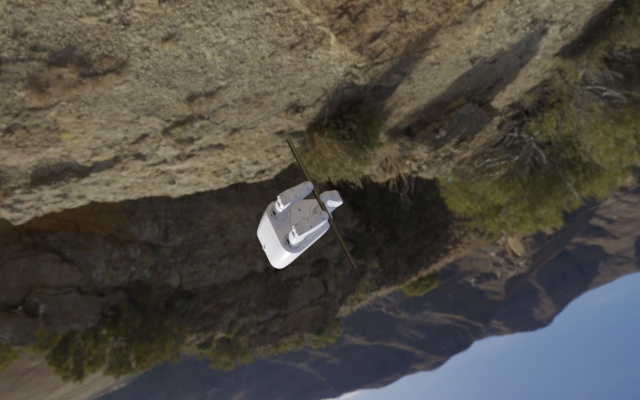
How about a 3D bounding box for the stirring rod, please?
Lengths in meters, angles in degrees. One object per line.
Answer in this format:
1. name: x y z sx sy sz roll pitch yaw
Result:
1. stirring rod: 0.000 0.002 0.757 0.011 0.239 0.011 -26 -14 -7
